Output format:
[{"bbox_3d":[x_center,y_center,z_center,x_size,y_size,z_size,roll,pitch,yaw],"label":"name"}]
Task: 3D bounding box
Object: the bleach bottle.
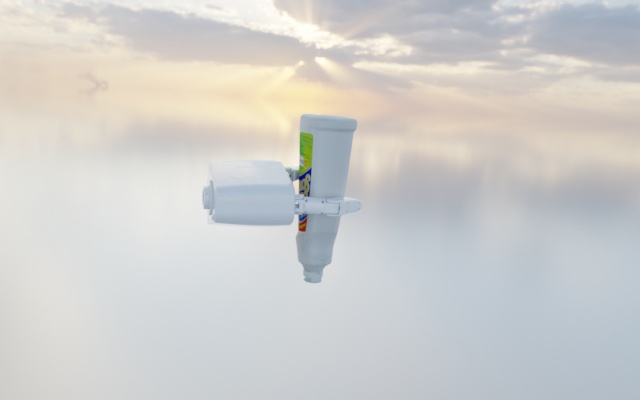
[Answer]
[{"bbox_3d":[0.000,0.002,0.703,0.068,0.251,0.102,0,12,-19],"label":"bleach bottle"}]
